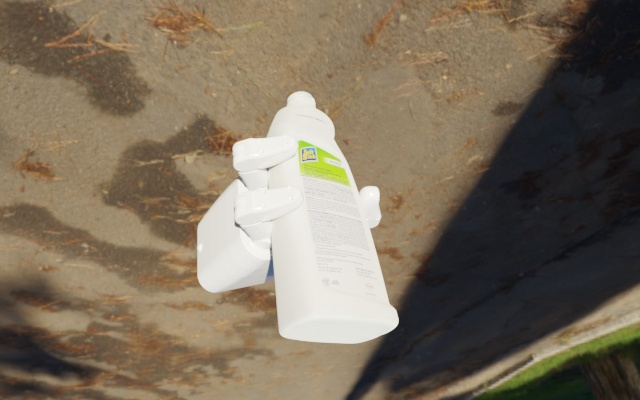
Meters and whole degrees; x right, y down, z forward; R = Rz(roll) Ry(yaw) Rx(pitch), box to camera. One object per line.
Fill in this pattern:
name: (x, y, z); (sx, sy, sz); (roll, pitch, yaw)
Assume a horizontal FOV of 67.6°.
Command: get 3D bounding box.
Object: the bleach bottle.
bleach bottle: (0.000, 0.001, 0.455); (0.102, 0.250, 0.068); (16, -38, -34)
